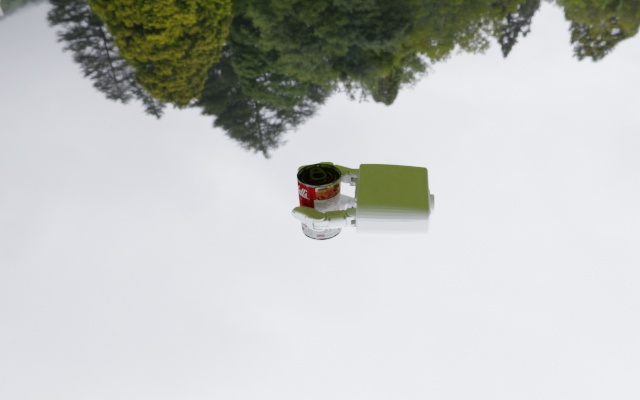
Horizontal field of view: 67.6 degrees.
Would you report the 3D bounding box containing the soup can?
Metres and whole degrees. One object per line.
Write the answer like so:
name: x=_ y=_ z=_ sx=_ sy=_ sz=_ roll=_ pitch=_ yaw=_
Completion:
soup can: x=0.000 y=0.003 z=0.747 sx=0.068 sy=0.102 sz=0.068 roll=-2 pitch=33 yaw=2
